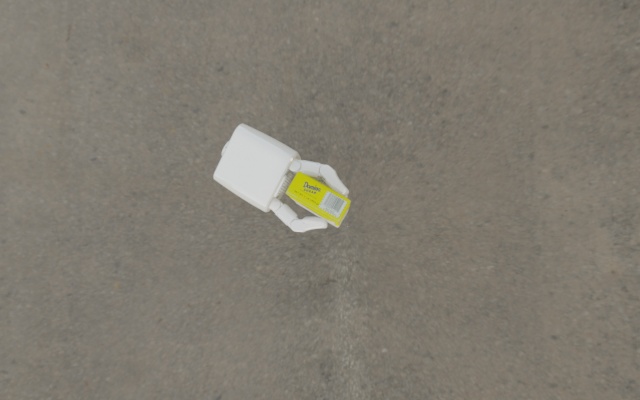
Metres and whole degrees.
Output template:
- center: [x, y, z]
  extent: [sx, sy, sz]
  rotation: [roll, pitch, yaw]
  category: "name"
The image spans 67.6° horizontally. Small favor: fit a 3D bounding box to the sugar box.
- center: [0.000, 0.002, 0.784]
  extent: [0.093, 0.048, 0.176]
  rotation: [31, -1, 4]
  category: "sugar box"
